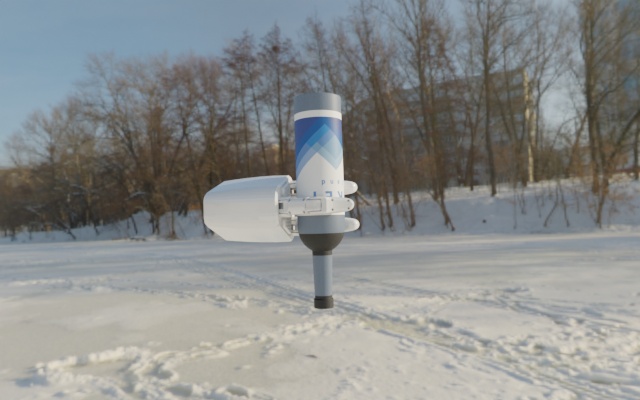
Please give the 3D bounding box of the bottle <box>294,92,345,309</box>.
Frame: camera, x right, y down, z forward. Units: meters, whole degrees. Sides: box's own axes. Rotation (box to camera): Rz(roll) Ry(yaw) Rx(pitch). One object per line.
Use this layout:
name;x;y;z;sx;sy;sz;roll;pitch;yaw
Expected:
bottle;0.000;0.002;0.671;0.069;0.295;0.069;-2;-2;0
